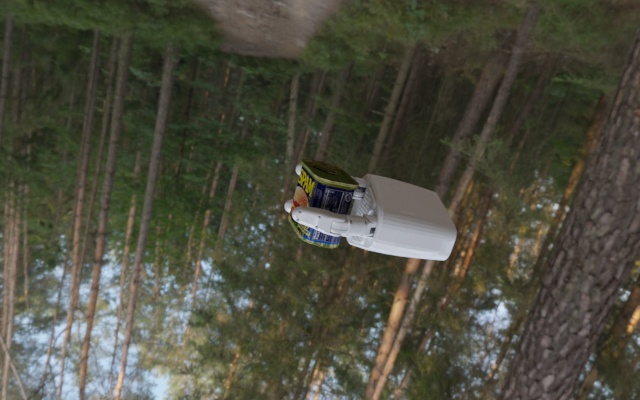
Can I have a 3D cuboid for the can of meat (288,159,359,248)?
[{"bbox_3d":[0.000,0.002,0.603,0.057,0.084,0.102,10,16,-19],"label":"can of meat"}]
